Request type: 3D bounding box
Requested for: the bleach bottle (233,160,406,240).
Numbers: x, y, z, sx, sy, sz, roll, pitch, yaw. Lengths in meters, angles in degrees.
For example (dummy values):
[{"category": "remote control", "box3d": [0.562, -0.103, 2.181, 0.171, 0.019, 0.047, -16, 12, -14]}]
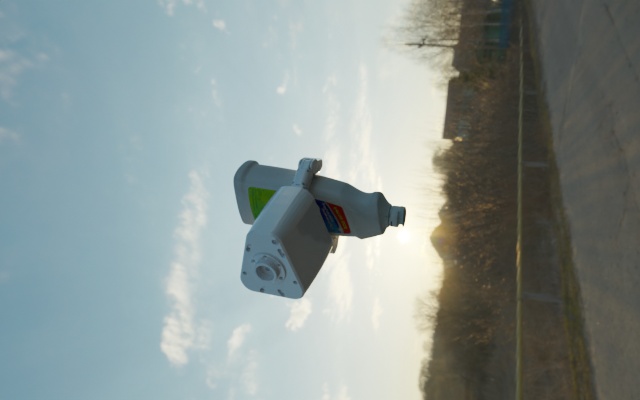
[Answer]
[{"category": "bleach bottle", "box3d": [0.000, 0.002, 0.709, 0.251, 0.103, 0.068, 7, 34, 19]}]
